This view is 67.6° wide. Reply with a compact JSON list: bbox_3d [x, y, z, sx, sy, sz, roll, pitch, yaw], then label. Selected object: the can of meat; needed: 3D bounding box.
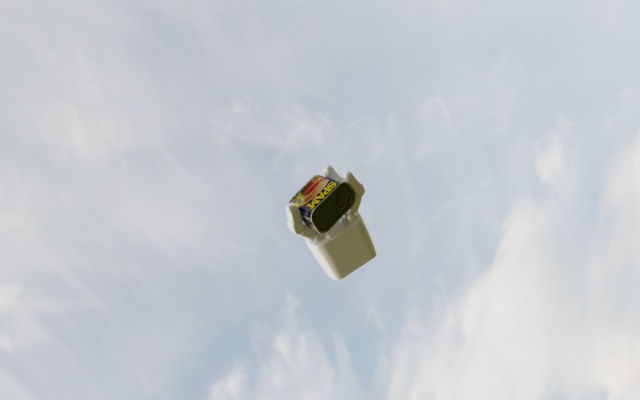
[{"bbox_3d":[0.000,0.003,0.890,0.102,0.057,0.084,-45,37,-18],"label":"can of meat"}]
